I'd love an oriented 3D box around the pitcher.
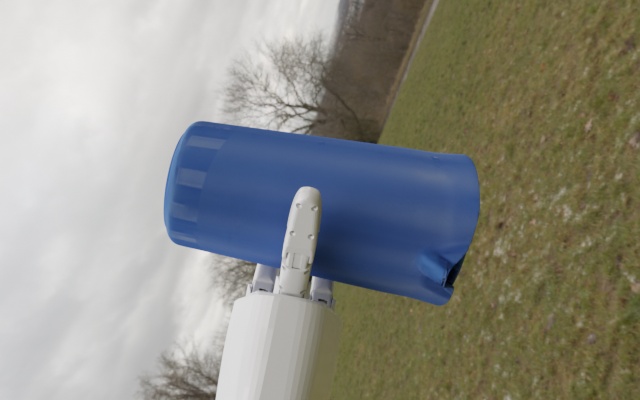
[{"bbox_3d":[0.000,0.002,0.423,0.243,0.145,0.149,11,-19,-3],"label":"pitcher"}]
